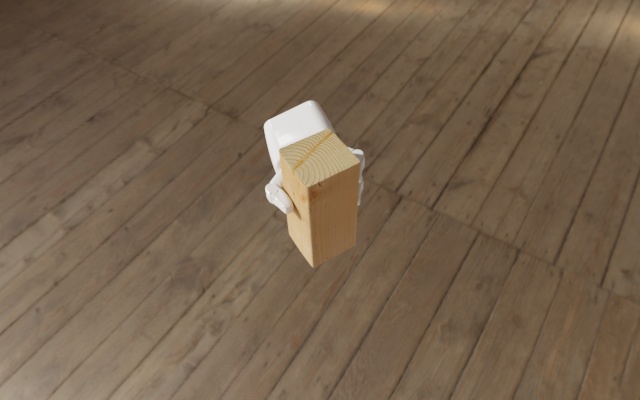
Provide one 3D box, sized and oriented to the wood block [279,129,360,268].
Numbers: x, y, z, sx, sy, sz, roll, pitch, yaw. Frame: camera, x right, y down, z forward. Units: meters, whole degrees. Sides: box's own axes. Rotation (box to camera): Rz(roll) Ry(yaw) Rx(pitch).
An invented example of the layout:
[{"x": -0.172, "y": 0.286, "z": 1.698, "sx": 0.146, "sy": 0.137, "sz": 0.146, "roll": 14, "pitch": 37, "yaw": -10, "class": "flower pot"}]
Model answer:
[{"x": 0.000, "y": 0.002, "z": 0.762, "sx": 0.091, "sy": 0.090, "sz": 0.206, "roll": -26, "pitch": -36, "yaw": -18, "class": "wood block"}]
